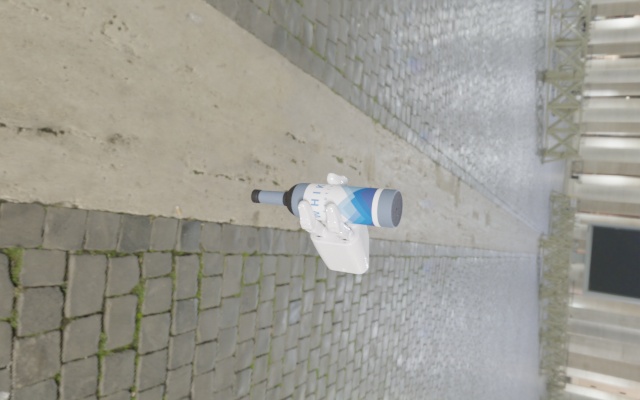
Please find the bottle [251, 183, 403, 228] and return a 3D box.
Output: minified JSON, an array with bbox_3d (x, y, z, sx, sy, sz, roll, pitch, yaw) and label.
[{"bbox_3d":[0.000,0.003,0.882,0.295,0.069,0.069,5,2,27],"label":"bottle"}]
